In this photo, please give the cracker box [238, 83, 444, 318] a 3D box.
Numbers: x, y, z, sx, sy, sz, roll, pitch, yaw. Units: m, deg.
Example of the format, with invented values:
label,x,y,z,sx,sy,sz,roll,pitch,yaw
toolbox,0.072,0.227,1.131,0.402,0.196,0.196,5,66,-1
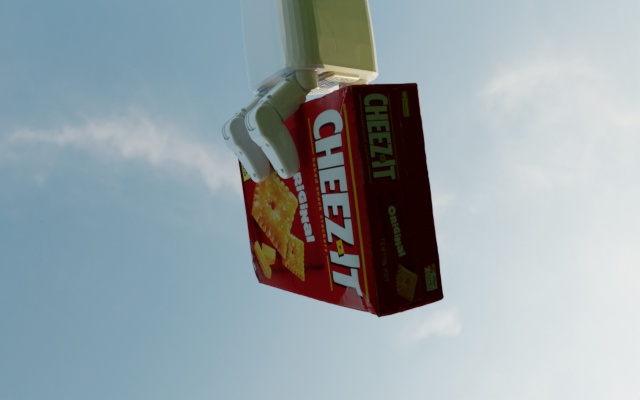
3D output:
label,x,y,z,sx,sy,sz,roll,pitch,yaw
cracker box,0.000,0.001,0.425,0.072,0.164,0.213,-10,3,-30
